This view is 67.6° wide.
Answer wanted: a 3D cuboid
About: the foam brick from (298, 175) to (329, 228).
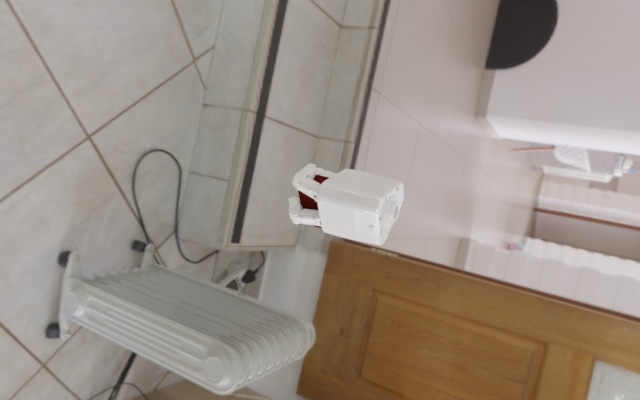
[{"bbox_3d":[0.000,0.003,0.837,0.051,0.078,0.053,14,44,28],"label":"foam brick"}]
